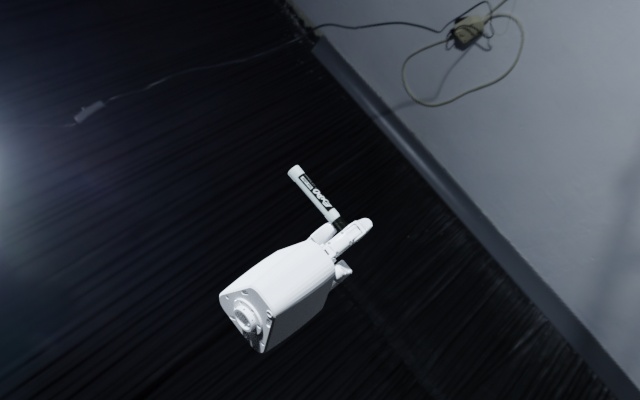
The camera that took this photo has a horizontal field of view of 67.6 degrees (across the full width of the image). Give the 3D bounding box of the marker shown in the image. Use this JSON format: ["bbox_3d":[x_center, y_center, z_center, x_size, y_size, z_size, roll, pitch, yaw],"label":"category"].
[{"bbox_3d":[0.000,0.002,0.654,0.020,0.121,0.020,-39,-10,-8],"label":"marker"}]
